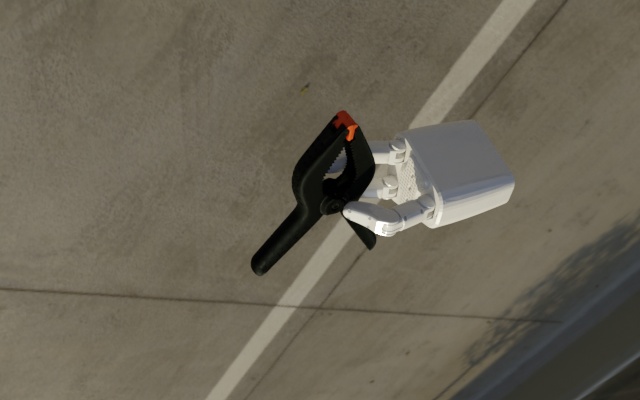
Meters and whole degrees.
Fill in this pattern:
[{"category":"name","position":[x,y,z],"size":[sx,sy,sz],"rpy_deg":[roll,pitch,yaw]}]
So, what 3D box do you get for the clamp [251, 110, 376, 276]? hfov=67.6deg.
[{"category":"clamp","position":[0.001,0.002,0.521],"size":[0.164,0.210,0.036],"rpy_deg":[-16,47,-20]}]
